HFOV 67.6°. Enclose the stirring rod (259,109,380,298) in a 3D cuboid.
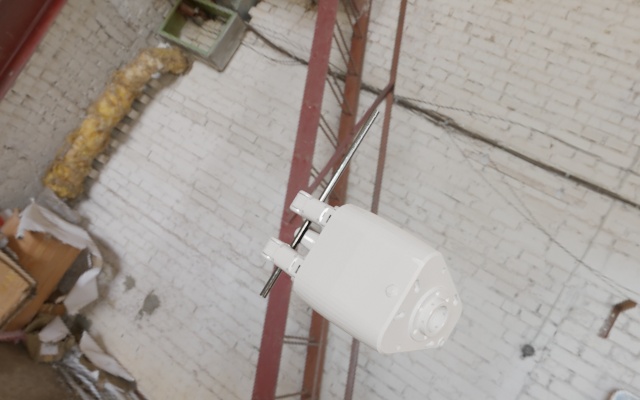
[{"bbox_3d":[0.000,0.002,0.526,0.011,0.239,0.011,31,-4,3],"label":"stirring rod"}]
